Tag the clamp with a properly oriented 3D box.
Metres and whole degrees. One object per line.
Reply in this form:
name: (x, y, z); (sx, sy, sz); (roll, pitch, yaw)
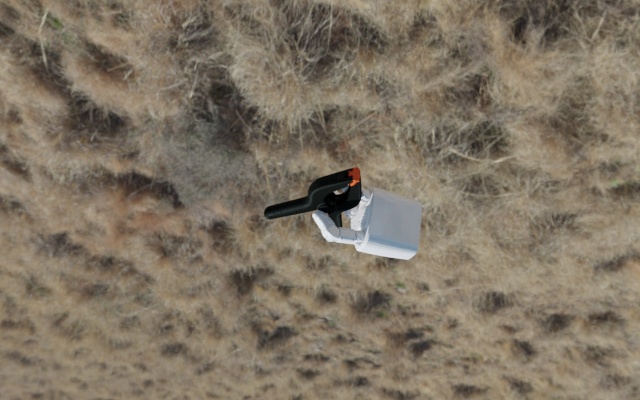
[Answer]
clamp: (0.001, 0.003, 0.847); (0.164, 0.036, 0.210); (13, -34, -18)
